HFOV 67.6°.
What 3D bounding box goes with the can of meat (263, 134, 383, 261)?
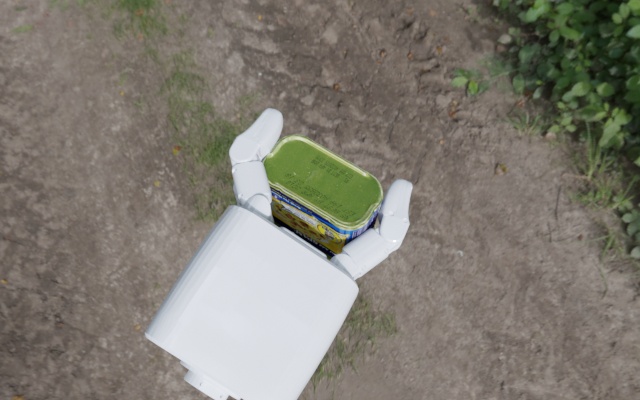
[{"bbox_3d":[0.000,0.001,0.403,0.102,0.057,0.084,30,-22,13],"label":"can of meat"}]
